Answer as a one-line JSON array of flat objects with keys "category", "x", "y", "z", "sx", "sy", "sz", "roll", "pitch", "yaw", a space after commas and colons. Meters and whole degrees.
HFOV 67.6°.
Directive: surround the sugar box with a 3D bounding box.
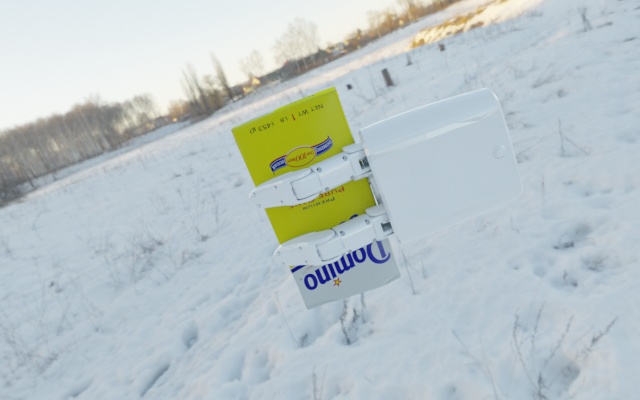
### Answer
[{"category": "sugar box", "x": 0.000, "y": 0.001, "z": 0.417, "sx": 0.093, "sy": 0.176, "sz": 0.048, "roll": -20, "pitch": 14, "yaw": 7}]
